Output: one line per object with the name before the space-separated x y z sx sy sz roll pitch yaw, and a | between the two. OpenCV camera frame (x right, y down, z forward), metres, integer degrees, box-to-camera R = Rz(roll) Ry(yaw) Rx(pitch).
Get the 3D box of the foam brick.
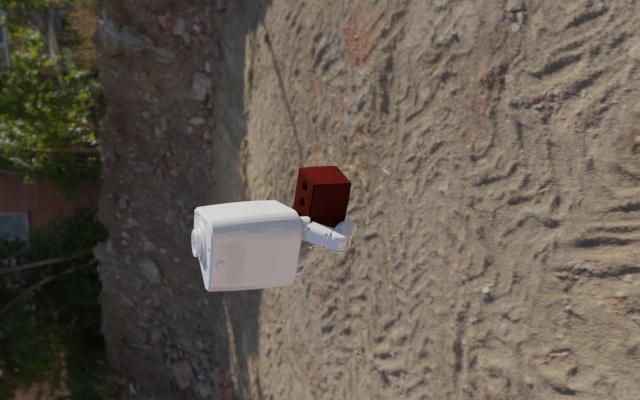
foam brick | 0.000 0.002 0.598 0.051 0.078 0.053 -2 27 -23
